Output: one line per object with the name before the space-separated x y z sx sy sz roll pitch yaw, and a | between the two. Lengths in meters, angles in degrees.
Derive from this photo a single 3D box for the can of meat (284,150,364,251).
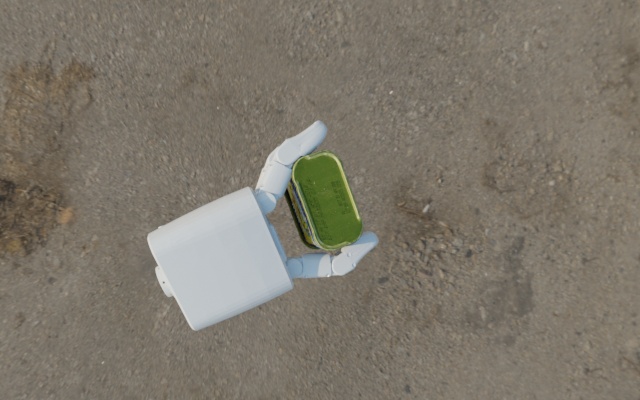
can of meat | 0.000 0.002 0.498 0.057 0.102 0.084 -21 1 -10
